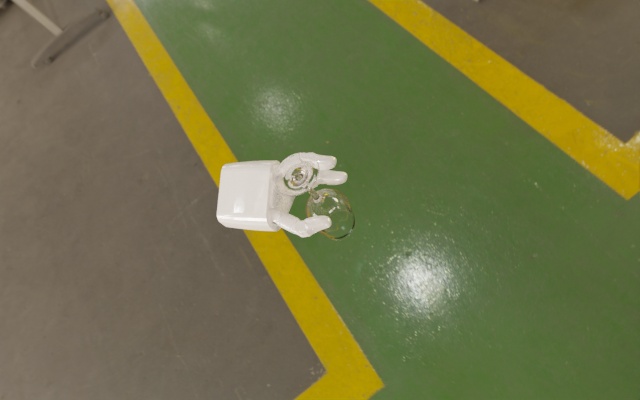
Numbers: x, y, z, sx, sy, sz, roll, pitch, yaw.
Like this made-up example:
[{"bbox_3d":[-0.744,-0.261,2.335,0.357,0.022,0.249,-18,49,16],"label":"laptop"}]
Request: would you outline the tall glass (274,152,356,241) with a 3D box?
[{"bbox_3d":[0.000,0.002,0.796,0.079,0.079,0.201,0,-25,24],"label":"tall glass"}]
